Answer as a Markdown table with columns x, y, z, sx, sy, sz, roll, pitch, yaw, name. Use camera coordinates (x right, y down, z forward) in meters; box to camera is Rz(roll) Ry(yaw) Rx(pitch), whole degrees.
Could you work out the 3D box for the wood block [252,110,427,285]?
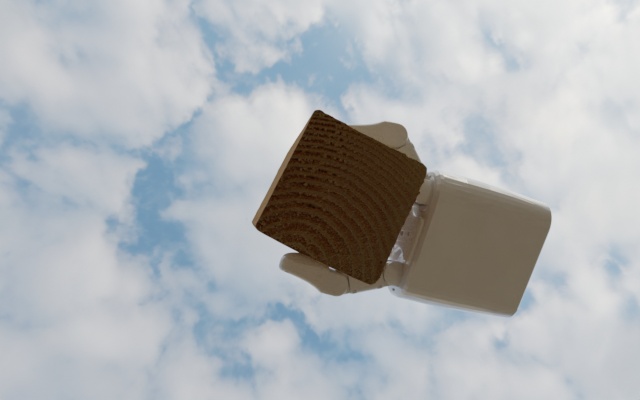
| x | y | z | sx | sy | sz | roll | pitch | yaw | name |
| --- | --- | --- | --- | --- | --- | --- | --- | --- | --- |
| 0.000 | 0.002 | 0.412 | 0.090 | 0.091 | 0.206 | 26 | -6 | -7 | wood block |
